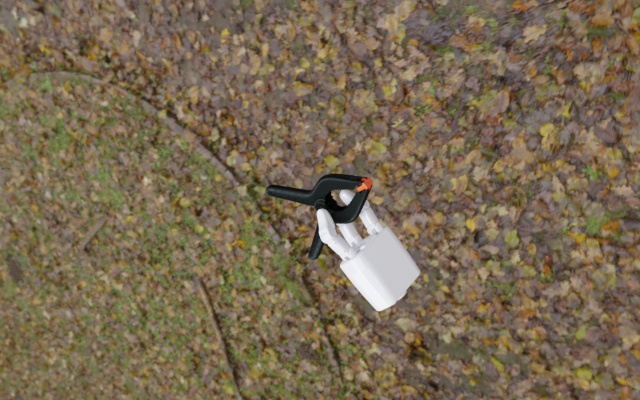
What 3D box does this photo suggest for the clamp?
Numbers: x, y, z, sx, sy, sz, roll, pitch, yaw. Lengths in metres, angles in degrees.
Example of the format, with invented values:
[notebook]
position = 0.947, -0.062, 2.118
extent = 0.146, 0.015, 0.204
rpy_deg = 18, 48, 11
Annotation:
[clamp]
position = 0.000, 0.003, 0.850
extent = 0.210, 0.164, 0.036
rpy_deg = -37, 4, 38
